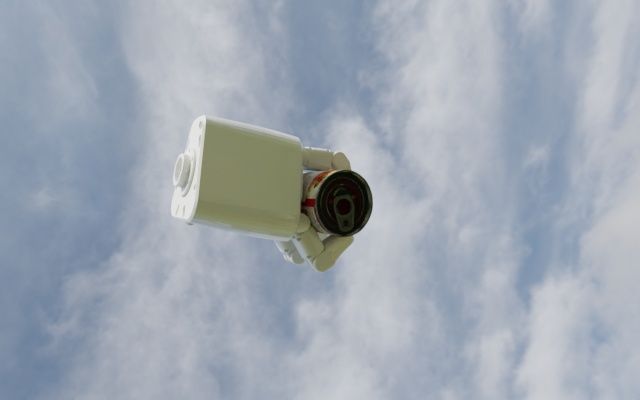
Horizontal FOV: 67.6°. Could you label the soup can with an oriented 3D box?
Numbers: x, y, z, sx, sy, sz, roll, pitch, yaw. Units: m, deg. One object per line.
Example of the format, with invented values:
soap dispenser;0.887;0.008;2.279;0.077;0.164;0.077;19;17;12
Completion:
soup can;0.000;0.002;0.521;0.068;0.068;0.102;0;2;-30
